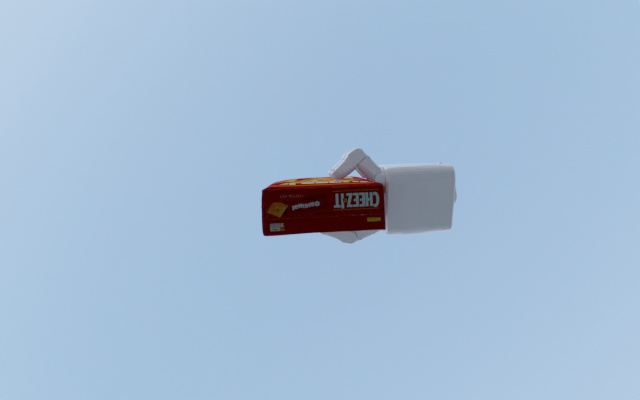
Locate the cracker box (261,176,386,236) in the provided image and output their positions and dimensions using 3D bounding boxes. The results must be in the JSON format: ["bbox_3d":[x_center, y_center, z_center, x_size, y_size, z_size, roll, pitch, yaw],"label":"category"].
[{"bbox_3d":[0.000,0.003,0.727,0.164,0.072,0.213,-3,4,-2],"label":"cracker box"}]
